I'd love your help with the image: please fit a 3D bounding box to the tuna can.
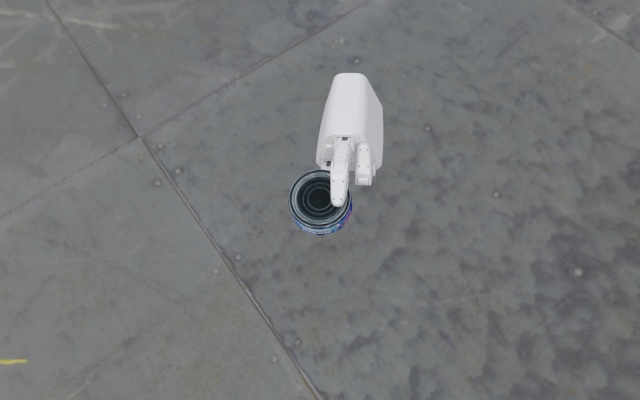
[{"bbox_3d":[0.000,0.002,0.639,0.086,0.086,0.034,0,-21,5],"label":"tuna can"}]
